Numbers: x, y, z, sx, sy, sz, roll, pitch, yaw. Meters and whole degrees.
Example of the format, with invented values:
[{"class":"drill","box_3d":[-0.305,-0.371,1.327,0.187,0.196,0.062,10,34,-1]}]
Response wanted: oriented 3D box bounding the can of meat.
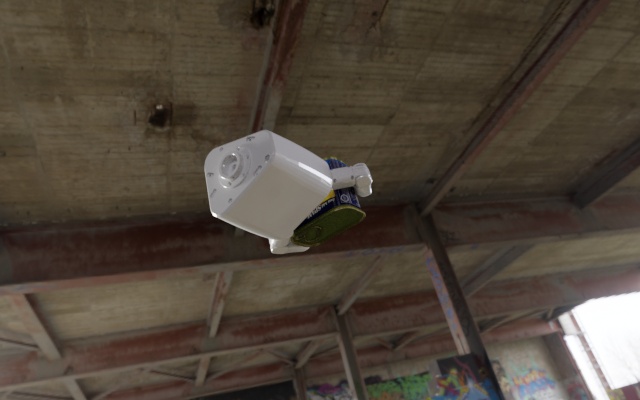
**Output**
[{"class":"can of meat","box_3d":[0.000,0.002,0.640,0.102,0.084,0.057,-32,-33,27]}]
